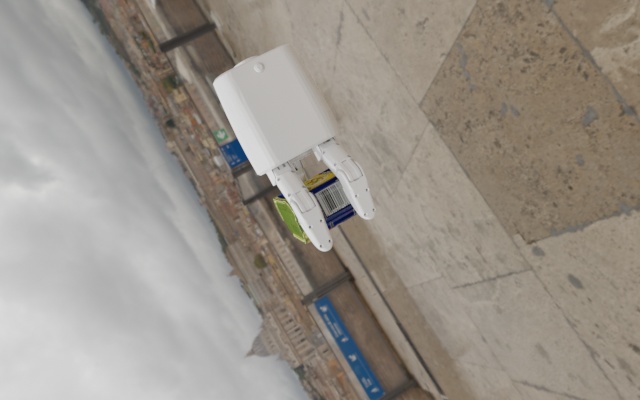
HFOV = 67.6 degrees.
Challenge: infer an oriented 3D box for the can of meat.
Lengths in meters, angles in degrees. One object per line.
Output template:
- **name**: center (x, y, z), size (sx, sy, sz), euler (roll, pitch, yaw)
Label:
- **can of meat**: center (0.000, 0.002, 0.533), size (0.084, 0.057, 0.102), euler (-29, 9, -12)
